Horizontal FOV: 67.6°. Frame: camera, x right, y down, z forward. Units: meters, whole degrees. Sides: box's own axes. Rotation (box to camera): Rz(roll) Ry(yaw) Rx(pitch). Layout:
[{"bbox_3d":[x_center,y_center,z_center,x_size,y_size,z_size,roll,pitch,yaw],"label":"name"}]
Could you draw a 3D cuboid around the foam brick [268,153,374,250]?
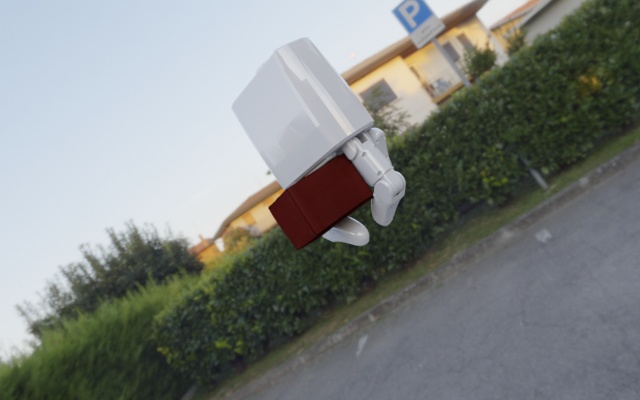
[{"bbox_3d":[0.000,0.002,0.449,0.078,0.051,0.053,-34,-2,-32],"label":"foam brick"}]
